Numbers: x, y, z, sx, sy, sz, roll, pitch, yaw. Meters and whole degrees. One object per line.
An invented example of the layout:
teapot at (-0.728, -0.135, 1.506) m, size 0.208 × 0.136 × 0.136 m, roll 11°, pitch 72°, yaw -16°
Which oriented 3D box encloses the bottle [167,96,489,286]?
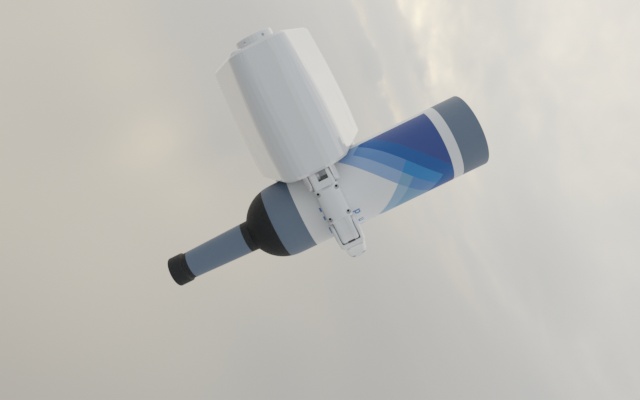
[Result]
bottle at (0.000, 0.001, 0.429) m, size 0.296 × 0.069 × 0.069 m, roll -26°, pitch -1°, yaw 2°
